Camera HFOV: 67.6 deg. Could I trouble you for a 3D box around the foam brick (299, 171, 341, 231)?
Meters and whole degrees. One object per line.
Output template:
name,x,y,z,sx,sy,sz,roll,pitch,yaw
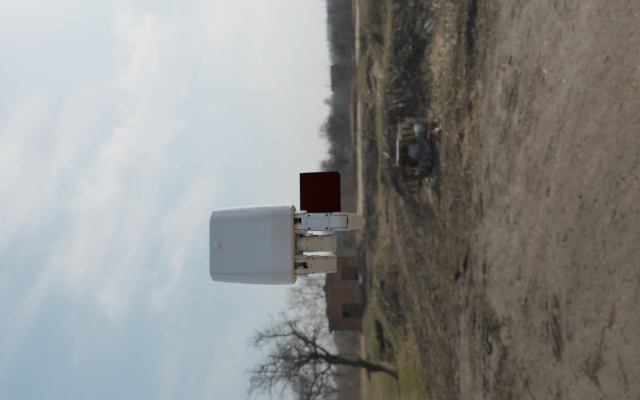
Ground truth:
foam brick,0.000,0.002,0.627,0.051,0.078,0.053,-1,-3,5
